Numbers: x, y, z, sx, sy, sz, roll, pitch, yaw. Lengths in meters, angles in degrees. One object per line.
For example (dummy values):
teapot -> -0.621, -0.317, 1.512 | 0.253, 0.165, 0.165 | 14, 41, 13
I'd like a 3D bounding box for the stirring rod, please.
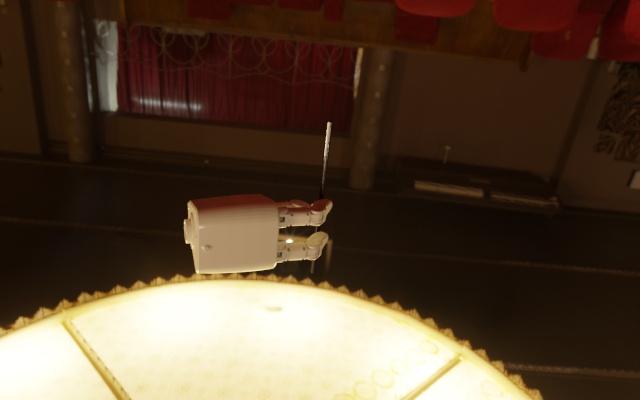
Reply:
stirring rod -> 0.000, 0.002, 0.695 | 0.011, 0.240, 0.011 | 5, 24, -2
